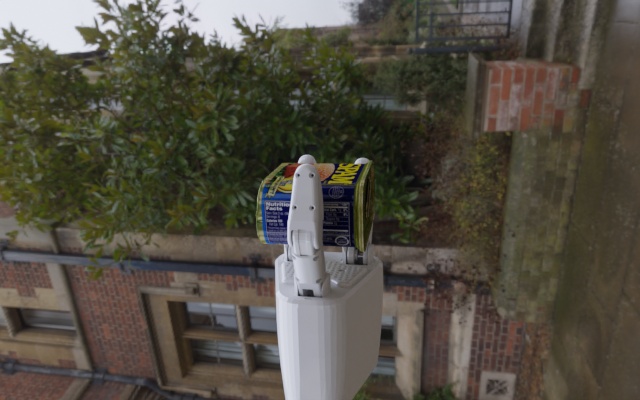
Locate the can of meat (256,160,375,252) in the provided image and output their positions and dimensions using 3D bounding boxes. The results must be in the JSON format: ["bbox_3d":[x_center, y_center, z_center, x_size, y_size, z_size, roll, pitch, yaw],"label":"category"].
[{"bbox_3d":[0.000,0.001,0.403,0.084,0.057,0.102,1,18,11],"label":"can of meat"}]
